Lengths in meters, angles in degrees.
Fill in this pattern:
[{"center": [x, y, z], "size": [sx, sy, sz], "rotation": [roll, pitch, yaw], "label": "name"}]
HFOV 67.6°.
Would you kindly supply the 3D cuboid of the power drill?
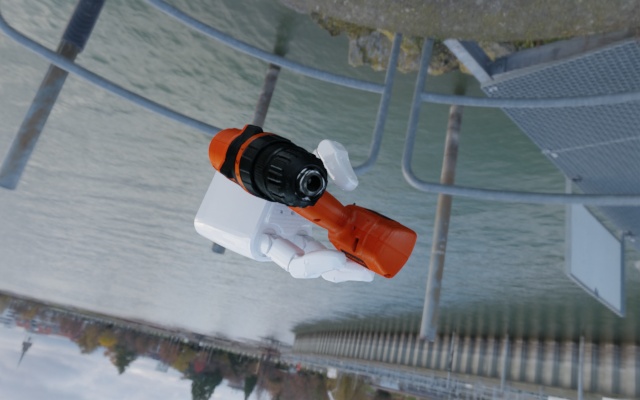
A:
[{"center": [0.000, 0.002, 0.426], "size": [0.188, 0.057, 0.184], "rotation": [36, -4, -31], "label": "power drill"}]
